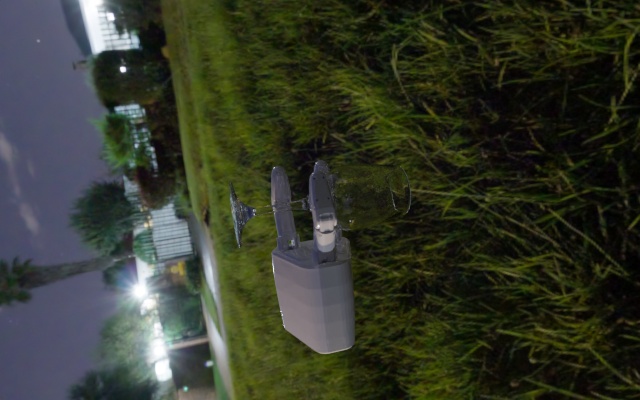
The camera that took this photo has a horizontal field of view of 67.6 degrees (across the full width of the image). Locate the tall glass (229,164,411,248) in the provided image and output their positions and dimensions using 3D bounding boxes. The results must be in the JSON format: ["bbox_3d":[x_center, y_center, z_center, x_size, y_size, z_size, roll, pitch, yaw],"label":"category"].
[{"bbox_3d":[-0.001,0.002,0.553,0.201,0.079,0.079,-9,2,-13],"label":"tall glass"}]
